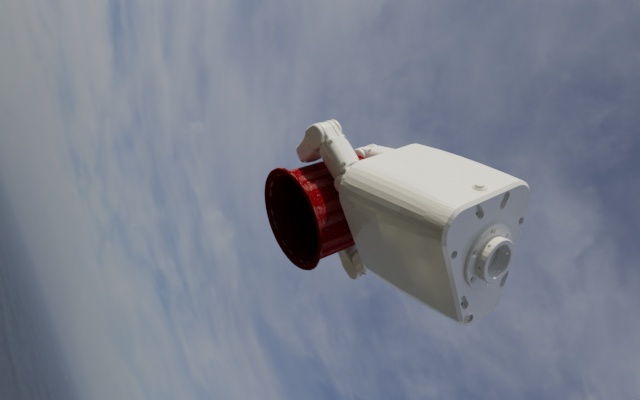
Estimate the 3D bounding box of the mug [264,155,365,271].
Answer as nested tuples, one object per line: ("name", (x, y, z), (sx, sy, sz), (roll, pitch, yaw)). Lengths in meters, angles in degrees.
("mug", (-0.001, 0.001, 0.443), (0.081, 0.093, 0.117), (-19, 31, -30))
